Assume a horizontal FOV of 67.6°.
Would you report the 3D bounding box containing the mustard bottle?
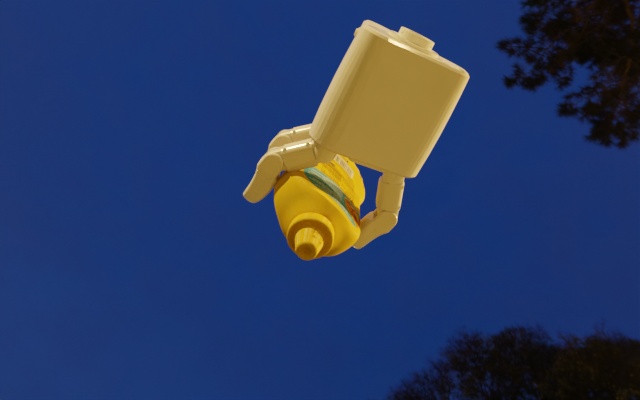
[{"bbox_3d":[0.000,0.002,0.476,0.058,0.096,0.191,-38,15,21],"label":"mustard bottle"}]
